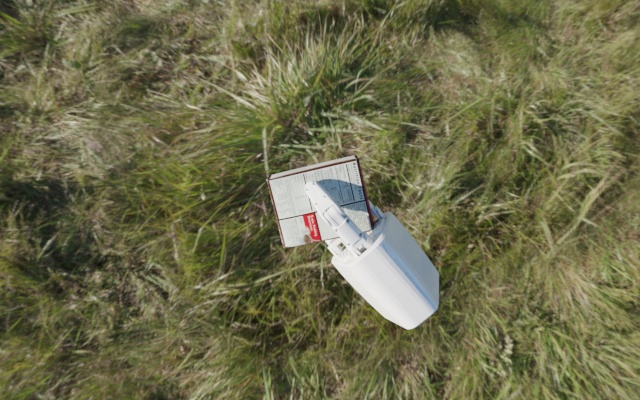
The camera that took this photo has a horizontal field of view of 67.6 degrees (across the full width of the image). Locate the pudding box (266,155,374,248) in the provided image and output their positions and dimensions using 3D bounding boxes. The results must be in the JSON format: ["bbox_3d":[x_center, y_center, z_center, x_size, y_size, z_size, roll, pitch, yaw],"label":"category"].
[{"bbox_3d":[0.000,0.002,0.573,0.113,0.090,0.039,-13,9,2],"label":"pudding box"}]
